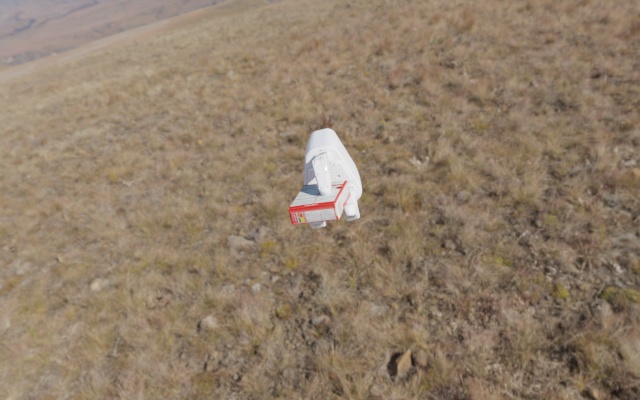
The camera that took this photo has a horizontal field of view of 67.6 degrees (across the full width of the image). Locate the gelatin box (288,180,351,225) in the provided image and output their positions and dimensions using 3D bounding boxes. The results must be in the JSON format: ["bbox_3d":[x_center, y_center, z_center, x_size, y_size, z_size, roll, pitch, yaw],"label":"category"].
[{"bbox_3d":[0.000,0.002,0.717,0.073,0.030,0.089,-7,23,19],"label":"gelatin box"}]
